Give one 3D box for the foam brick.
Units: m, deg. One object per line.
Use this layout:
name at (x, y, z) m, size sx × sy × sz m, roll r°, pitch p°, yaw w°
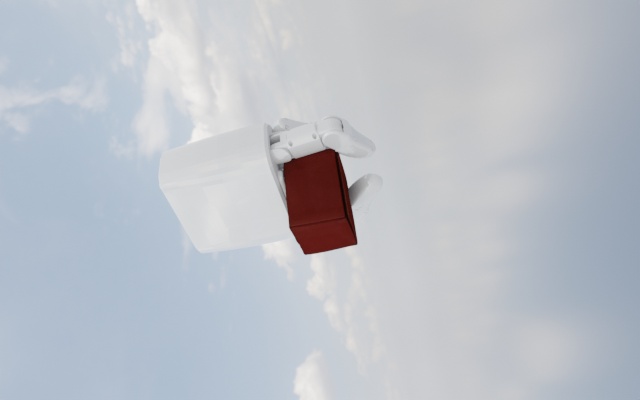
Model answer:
foam brick at (0.000, 0.002, 0.431) m, size 0.051 × 0.078 × 0.053 m, roll -13°, pitch -35°, yaw 7°
